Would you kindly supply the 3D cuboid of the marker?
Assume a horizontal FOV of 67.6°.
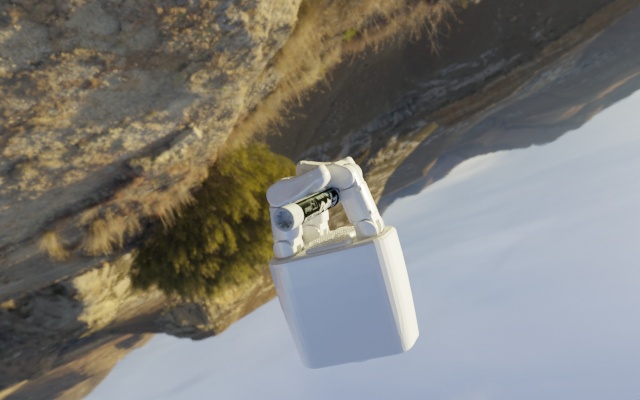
[{"bbox_3d":[0.000,0.001,0.405,0.020,0.020,0.121,0,13,28],"label":"marker"}]
